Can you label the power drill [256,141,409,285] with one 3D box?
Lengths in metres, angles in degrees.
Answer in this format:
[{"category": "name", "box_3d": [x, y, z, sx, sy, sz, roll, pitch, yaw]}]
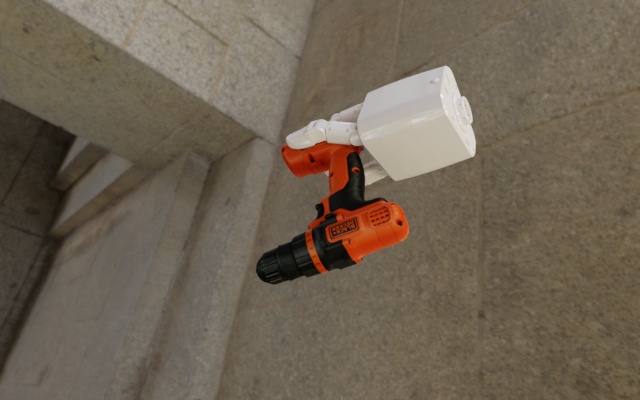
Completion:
[{"category": "power drill", "box_3d": [0.000, 0.001, 0.588, 0.184, 0.187, 0.057, -20, -38, 11]}]
